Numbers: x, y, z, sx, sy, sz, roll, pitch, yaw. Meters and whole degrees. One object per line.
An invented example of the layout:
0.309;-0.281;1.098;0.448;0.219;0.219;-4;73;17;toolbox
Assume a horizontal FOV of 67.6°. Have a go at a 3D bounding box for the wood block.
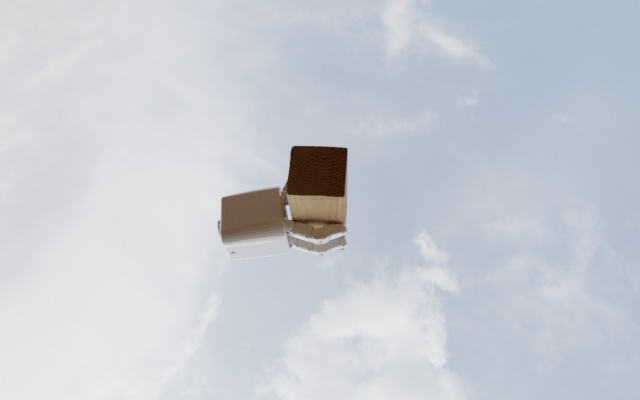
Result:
0.000;0.002;0.811;0.090;0.090;0.206;2;-28;4;wood block
